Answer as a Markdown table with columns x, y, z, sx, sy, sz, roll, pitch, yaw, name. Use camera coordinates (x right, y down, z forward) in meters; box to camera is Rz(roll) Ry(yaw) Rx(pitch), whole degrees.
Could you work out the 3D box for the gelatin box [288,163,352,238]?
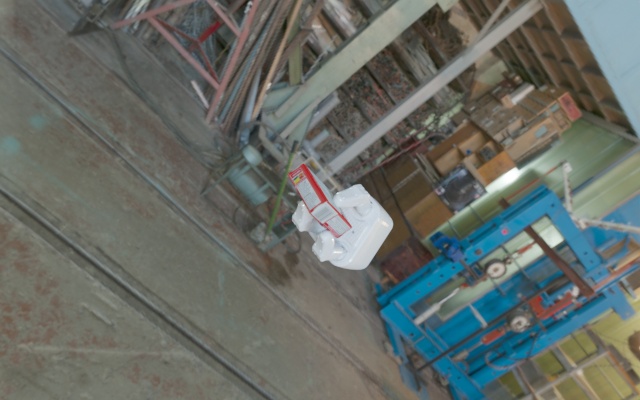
| x | y | z | sx | sy | sz | roll | pitch | yaw | name |
| --- | --- | --- | --- | --- | --- | --- | --- | --- | --- |
| 0.000 | 0.002 | 0.635 | 0.030 | 0.073 | 0.089 | -35 | -36 | 7 | gelatin box |
